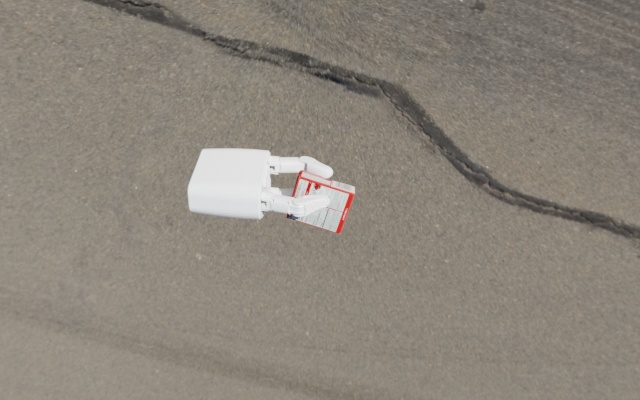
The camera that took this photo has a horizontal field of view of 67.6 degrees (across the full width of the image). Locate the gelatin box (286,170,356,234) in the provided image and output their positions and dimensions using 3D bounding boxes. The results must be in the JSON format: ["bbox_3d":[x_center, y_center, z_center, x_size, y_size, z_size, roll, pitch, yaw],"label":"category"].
[{"bbox_3d":[0.000,0.003,0.723,0.089,0.073,0.030,17,26,-1],"label":"gelatin box"}]
